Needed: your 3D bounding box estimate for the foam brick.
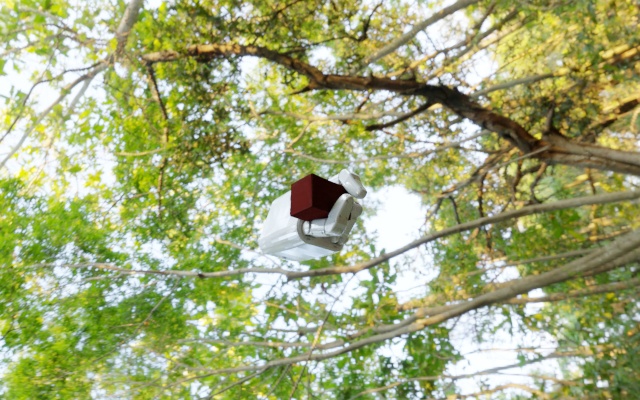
[{"bbox_3d":[0.000,0.002,0.693,0.078,0.053,0.051,21,-29,-38],"label":"foam brick"}]
